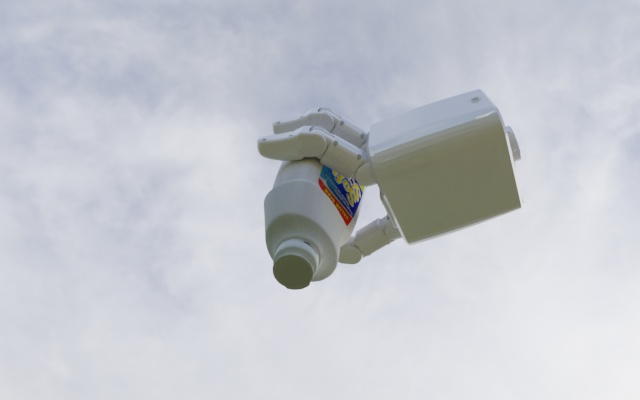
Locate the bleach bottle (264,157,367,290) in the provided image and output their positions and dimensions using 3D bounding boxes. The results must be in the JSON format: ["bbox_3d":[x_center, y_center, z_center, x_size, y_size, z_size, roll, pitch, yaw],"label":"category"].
[{"bbox_3d":[0.000,0.001,0.433,0.068,0.103,0.250,-20,21,16],"label":"bleach bottle"}]
